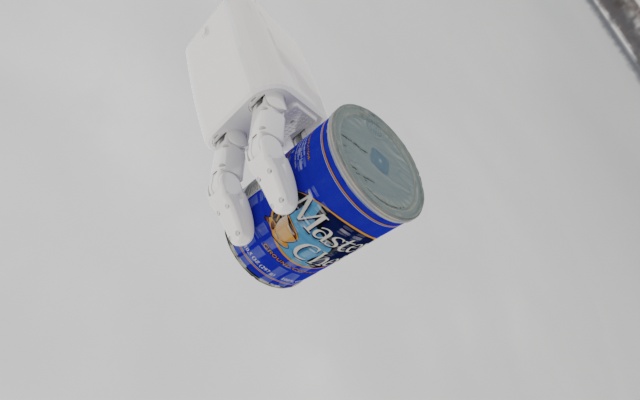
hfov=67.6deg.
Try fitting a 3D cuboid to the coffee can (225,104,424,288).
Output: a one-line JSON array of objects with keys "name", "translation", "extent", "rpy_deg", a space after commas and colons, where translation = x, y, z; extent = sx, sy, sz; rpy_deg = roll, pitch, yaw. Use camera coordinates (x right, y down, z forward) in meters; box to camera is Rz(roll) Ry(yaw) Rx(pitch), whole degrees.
[{"name": "coffee can", "translation": [0.000, 0.001, 0.404], "extent": [0.140, 0.102, 0.103], "rpy_deg": [-35, -22, 35]}]
